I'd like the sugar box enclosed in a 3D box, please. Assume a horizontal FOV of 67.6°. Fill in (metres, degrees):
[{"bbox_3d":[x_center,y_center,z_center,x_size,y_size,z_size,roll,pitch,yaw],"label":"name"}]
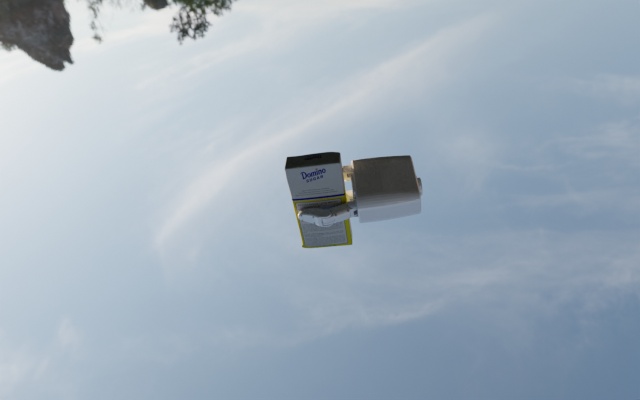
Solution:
[{"bbox_3d":[0.000,0.002,0.824,0.093,0.176,0.048,-5,34,6],"label":"sugar box"}]
